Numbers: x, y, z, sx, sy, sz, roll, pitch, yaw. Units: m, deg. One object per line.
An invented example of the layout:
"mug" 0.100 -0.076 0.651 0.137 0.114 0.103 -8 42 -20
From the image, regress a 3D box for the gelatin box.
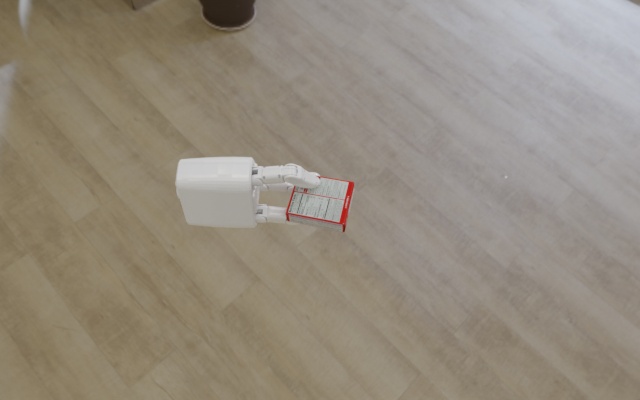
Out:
"gelatin box" 0.000 0.002 0.705 0.089 0.073 0.030 10 -29 9
